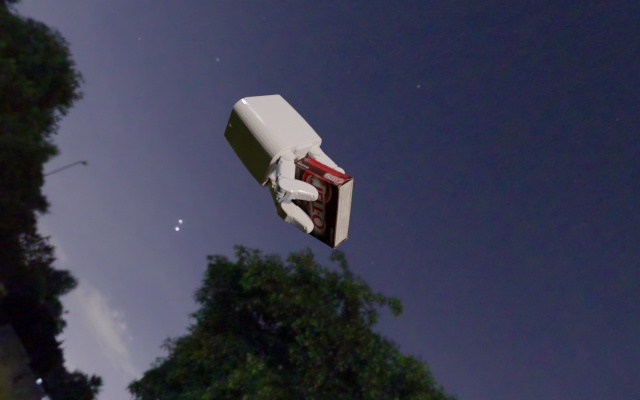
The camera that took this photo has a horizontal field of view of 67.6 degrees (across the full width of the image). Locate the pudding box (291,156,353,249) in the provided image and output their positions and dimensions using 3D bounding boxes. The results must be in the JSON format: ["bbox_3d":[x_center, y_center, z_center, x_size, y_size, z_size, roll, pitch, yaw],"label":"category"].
[{"bbox_3d":[0.000,0.002,0.701,0.090,0.114,0.039,29,44,33],"label":"pudding box"}]
